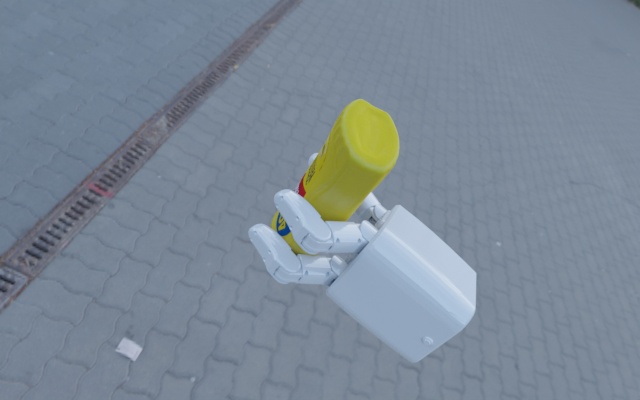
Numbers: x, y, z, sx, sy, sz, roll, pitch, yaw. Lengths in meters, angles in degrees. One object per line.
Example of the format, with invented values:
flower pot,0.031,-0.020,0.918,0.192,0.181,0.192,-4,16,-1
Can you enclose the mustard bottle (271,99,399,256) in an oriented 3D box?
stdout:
mustard bottle,0.000,0.001,0.456,0.058,0.096,0.192,25,-49,-13
